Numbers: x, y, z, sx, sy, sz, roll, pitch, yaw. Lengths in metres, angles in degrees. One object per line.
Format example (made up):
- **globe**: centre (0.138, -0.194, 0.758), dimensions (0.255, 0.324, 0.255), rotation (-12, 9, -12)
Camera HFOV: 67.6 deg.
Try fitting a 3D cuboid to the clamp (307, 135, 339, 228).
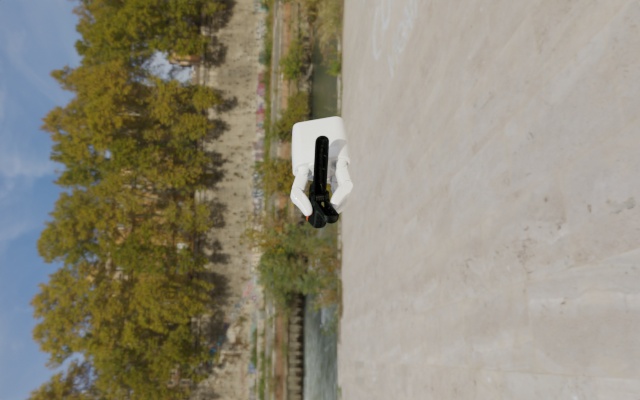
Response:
- **clamp**: centre (-0.001, 0.003, 0.898), dimensions (0.036, 0.164, 0.210), rotation (-2, -30, -9)
